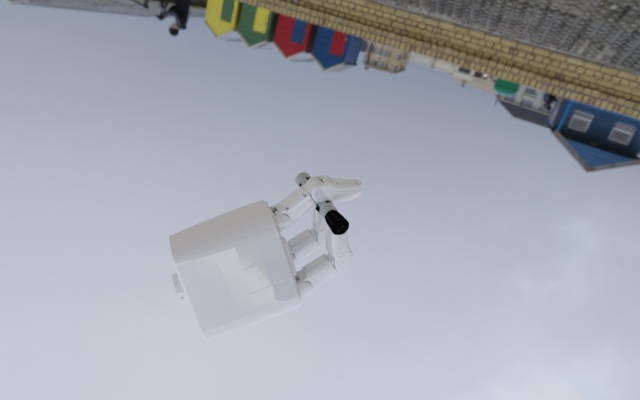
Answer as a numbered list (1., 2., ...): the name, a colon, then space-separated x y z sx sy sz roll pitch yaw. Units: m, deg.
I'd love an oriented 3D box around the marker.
1. marker: 0.000 0.002 0.504 0.020 0.020 0.121 0 26 -23
